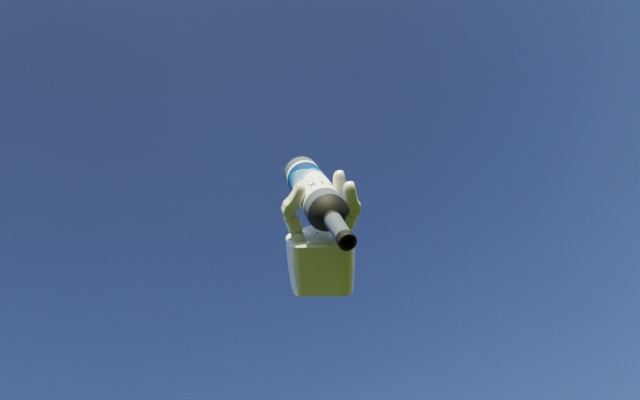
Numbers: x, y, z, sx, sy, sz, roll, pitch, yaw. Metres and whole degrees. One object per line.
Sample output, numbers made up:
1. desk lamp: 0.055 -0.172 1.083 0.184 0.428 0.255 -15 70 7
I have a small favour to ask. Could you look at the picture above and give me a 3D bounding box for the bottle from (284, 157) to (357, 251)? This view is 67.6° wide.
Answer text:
1. bottle: 0.000 0.002 0.795 0.069 0.069 0.295 0 23 -16
